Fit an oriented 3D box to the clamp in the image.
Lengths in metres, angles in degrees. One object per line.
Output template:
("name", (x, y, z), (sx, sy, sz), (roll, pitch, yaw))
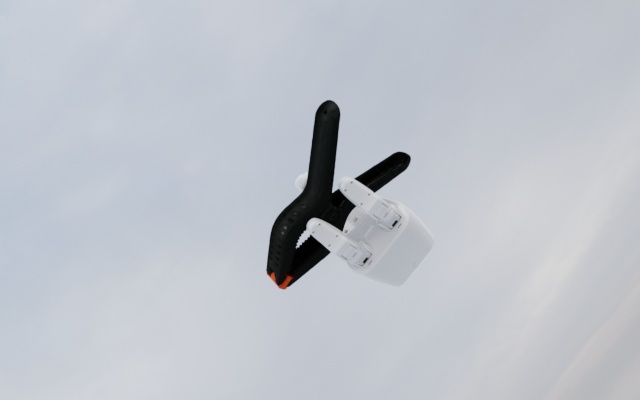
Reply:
("clamp", (-0.001, 0.002, 0.517), (0.036, 0.210, 0.165), (40, 5, 40))
